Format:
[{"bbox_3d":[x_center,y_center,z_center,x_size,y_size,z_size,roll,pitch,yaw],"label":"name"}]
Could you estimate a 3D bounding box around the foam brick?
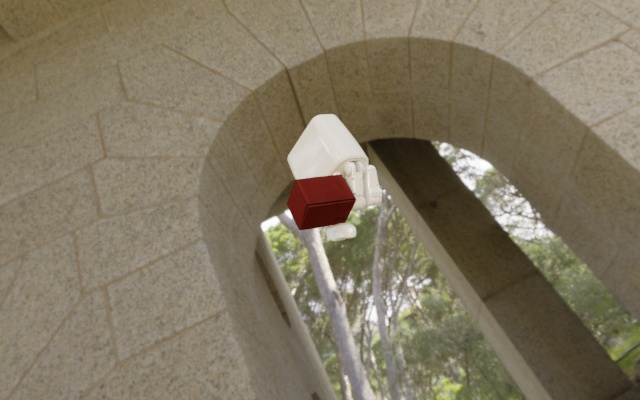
[{"bbox_3d":[0.000,0.002,0.672,0.078,0.051,0.053,-7,-39,-28],"label":"foam brick"}]
